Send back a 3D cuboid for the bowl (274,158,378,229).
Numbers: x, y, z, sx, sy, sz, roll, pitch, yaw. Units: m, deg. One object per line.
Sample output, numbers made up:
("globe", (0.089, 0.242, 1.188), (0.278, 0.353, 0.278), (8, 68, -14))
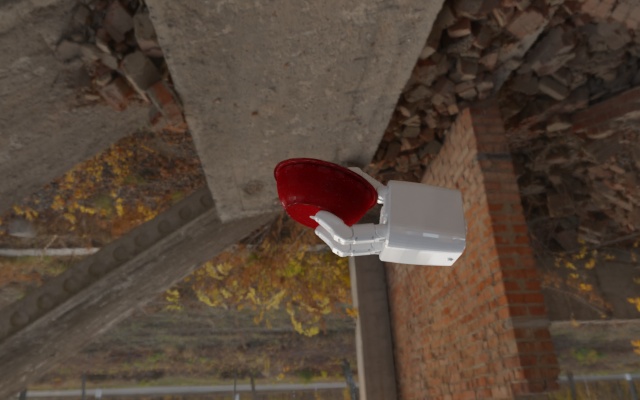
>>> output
("bowl", (-0.001, 0.003, 0.704), (0.162, 0.055, 0.162), (15, -23, 6))
